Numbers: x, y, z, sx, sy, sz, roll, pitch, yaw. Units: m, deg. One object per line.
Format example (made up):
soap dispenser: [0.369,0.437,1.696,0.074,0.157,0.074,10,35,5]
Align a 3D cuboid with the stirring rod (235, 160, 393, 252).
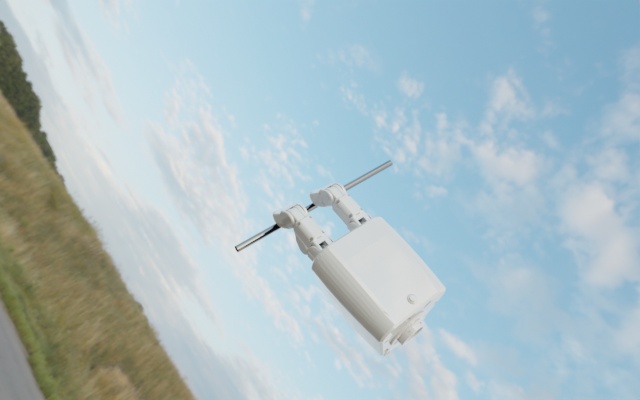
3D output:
stirring rod: [0.000,0.002,0.587,0.239,0.011,0.011,-29,14,-27]
